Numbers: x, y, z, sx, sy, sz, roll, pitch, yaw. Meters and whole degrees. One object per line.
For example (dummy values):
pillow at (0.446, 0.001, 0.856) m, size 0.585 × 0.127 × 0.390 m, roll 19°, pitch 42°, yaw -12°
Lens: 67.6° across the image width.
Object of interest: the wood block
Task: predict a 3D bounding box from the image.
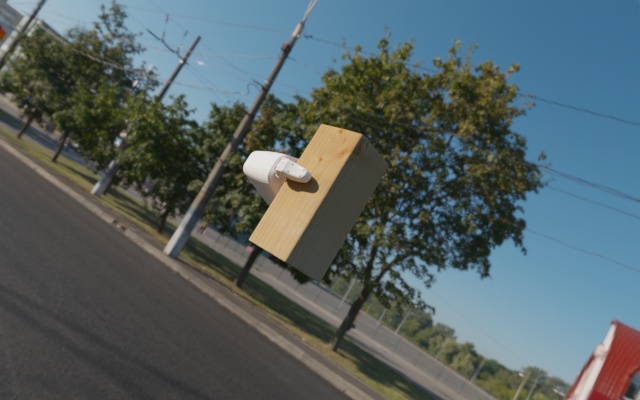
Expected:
wood block at (0.000, 0.002, 0.706) m, size 0.090 × 0.206 × 0.091 m, roll 23°, pitch -11°, yaw 43°
